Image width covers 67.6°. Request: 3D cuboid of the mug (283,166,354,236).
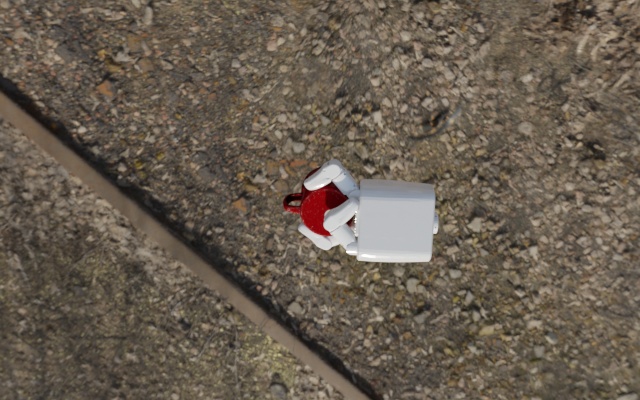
[{"bbox_3d":[-0.001,0.002,0.736,0.117,0.093,0.081,1,24,4],"label":"mug"}]
